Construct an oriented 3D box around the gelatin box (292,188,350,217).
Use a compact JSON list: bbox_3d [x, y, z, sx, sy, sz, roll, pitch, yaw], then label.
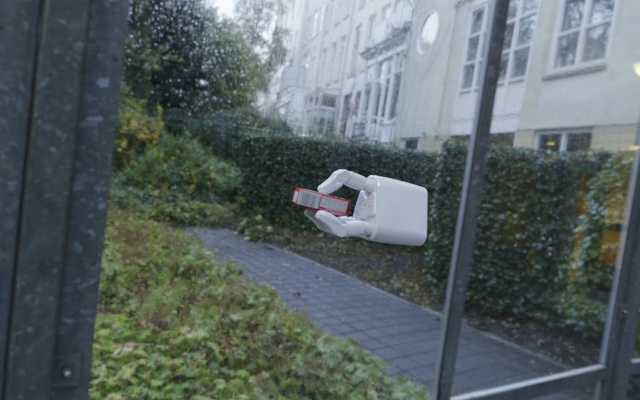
[{"bbox_3d":[0.000,0.002,0.811,0.089,0.030,0.073,14,1,-9],"label":"gelatin box"}]
